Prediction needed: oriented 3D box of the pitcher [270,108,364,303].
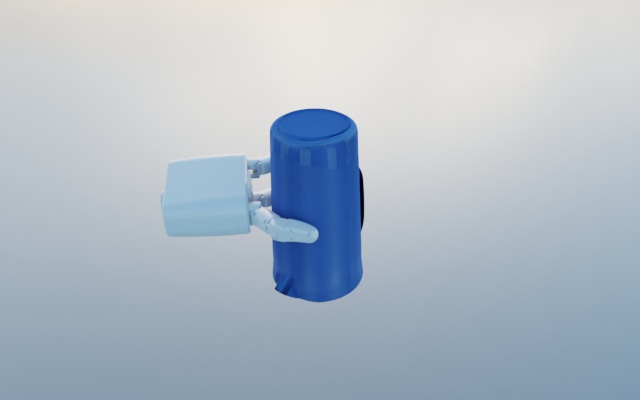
[{"bbox_3d":[0.000,0.002,0.648,0.145,0.243,0.149,-3,33,-4],"label":"pitcher"}]
